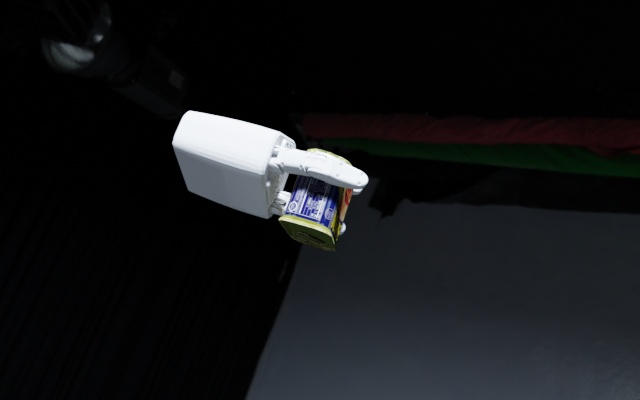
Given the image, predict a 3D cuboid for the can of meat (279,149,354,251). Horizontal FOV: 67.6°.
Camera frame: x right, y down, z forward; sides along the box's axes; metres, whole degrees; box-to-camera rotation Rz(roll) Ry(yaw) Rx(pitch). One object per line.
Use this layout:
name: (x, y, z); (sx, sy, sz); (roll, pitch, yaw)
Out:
can of meat: (0.000, 0.001, 0.528); (0.057, 0.084, 0.102); (16, -15, 12)
